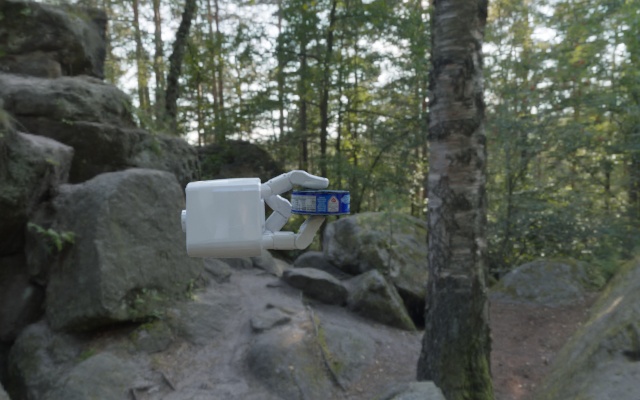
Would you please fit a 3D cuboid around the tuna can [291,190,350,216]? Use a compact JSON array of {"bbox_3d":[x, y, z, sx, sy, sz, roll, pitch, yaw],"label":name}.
[{"bbox_3d":[0.000,0.002,0.692,0.086,0.034,0.086,1,3,0],"label":"tuna can"}]
